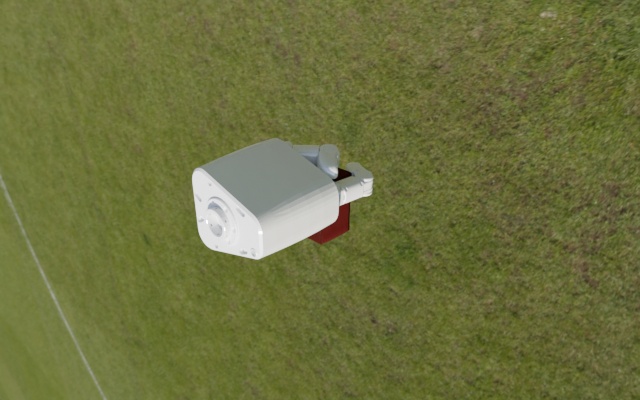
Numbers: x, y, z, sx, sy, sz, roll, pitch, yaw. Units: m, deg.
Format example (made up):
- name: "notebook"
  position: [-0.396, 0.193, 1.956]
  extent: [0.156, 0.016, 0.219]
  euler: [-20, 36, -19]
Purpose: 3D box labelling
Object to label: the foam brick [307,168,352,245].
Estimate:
- name: "foam brick"
  position: [0.000, 0.002, 0.555]
  extent: [0.053, 0.078, 0.051]
  euler: [24, 35, 36]
